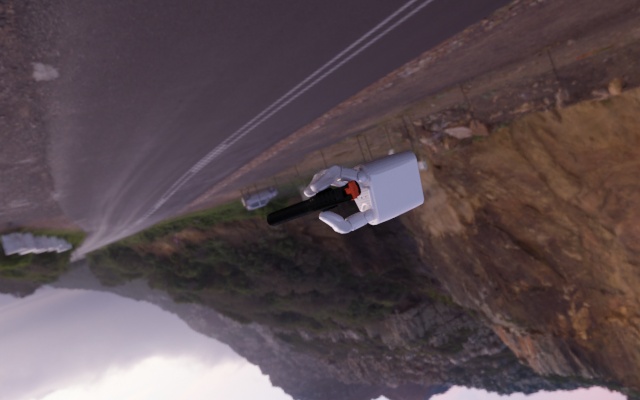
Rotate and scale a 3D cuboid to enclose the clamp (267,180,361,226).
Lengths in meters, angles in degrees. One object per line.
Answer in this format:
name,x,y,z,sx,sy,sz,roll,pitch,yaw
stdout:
clamp,0.001,0.003,0.824,0.164,0.036,0.210,-21,1,-20
